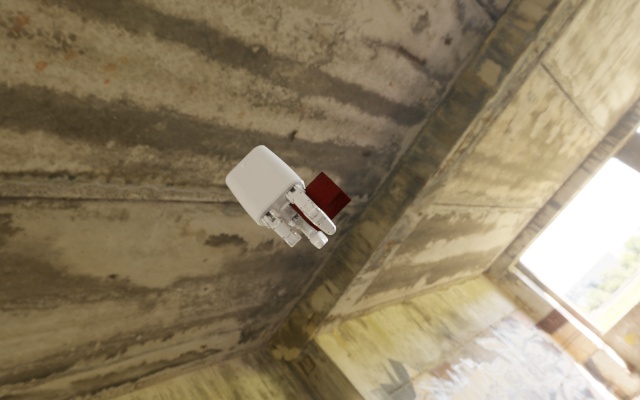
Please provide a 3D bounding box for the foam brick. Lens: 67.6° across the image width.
[{"bbox_3d":[0.000,0.002,0.774,0.051,0.078,0.053,46,0,29],"label":"foam brick"}]
